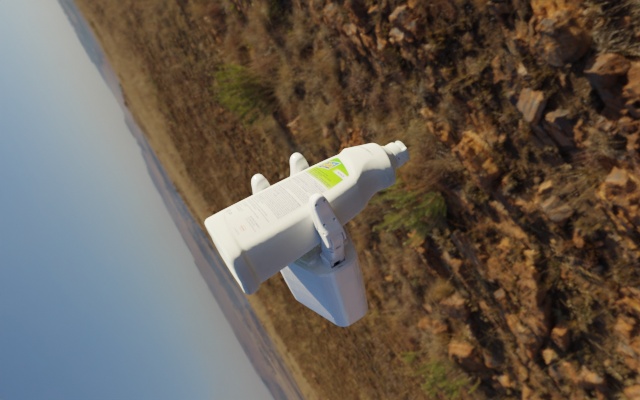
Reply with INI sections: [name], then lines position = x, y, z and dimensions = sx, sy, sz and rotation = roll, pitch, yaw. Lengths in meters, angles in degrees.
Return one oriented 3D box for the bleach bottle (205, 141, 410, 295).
[bleach bottle]
position = 0.000, 0.002, 0.551
dimensions = 0.251, 0.068, 0.102
rotation = -29, 40, -15
